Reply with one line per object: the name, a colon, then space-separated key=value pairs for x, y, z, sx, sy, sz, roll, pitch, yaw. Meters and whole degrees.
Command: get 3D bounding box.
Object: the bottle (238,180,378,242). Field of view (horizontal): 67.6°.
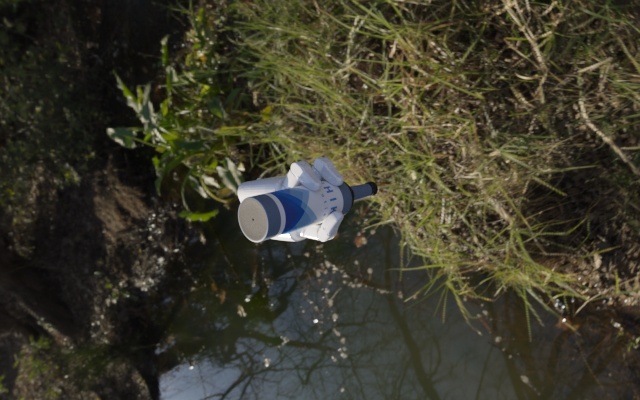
bottle: x=0.000 y=0.003 z=0.789 sx=0.069 sy=0.069 sz=0.295 roll=0 pitch=10 yaw=42
